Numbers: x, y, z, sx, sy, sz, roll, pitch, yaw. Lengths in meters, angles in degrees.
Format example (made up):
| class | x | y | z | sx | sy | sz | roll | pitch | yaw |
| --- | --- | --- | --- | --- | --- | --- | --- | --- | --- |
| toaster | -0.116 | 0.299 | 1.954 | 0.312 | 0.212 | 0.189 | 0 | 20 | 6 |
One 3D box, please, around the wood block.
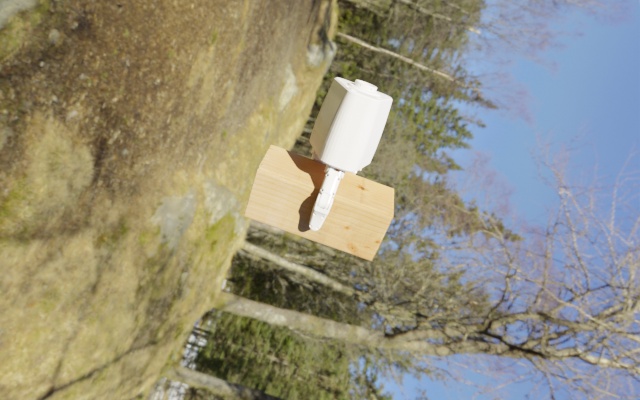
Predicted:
| class | x | y | z | sx | sy | sz | roll | pitch | yaw |
| --- | --- | --- | --- | --- | --- | --- | --- | --- | --- |
| wood block | 0.000 | 0.002 | 0.735 | 0.206 | 0.090 | 0.090 | 20 | 31 | -2 |
